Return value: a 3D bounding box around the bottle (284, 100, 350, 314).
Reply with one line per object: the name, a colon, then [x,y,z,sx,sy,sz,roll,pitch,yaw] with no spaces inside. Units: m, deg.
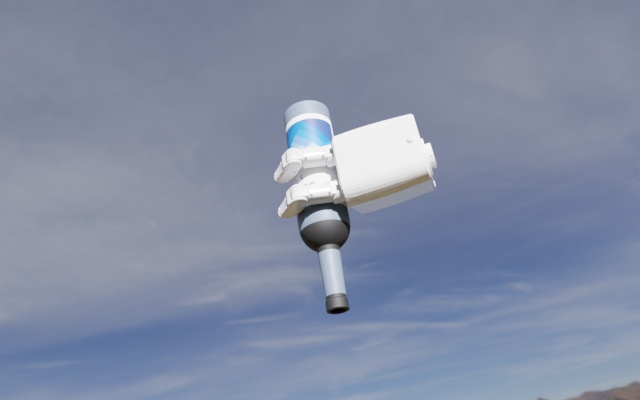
bottle: [0.000,0.002,0.627,0.069,0.295,0.069,-7,-29,-4]
